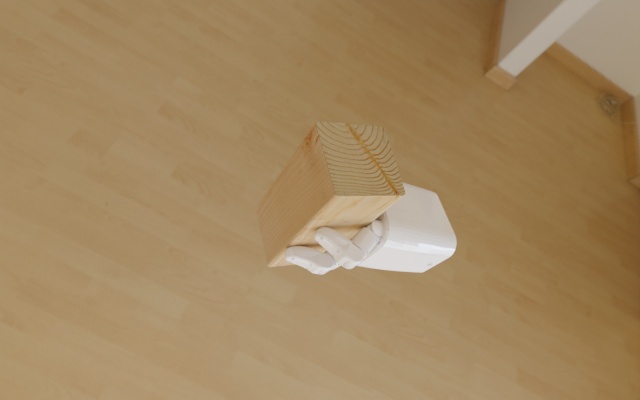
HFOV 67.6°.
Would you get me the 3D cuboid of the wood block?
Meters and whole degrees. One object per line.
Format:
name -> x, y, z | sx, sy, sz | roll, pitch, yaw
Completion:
wood block -> 0.000, 0.002, 0.583 | 0.090, 0.090, 0.206 | -1, -26, -28
